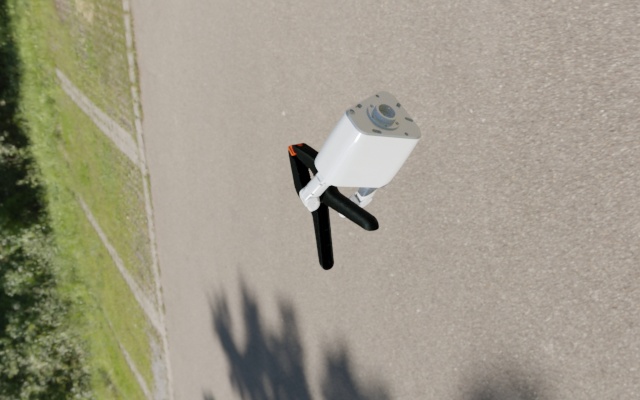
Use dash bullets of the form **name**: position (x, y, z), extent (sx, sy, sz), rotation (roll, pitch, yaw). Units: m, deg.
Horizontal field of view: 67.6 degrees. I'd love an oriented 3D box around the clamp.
- **clamp**: position (-0.001, 0.002, 0.771), extent (0.036, 0.210, 0.165), rotation (-15, -28, -36)
